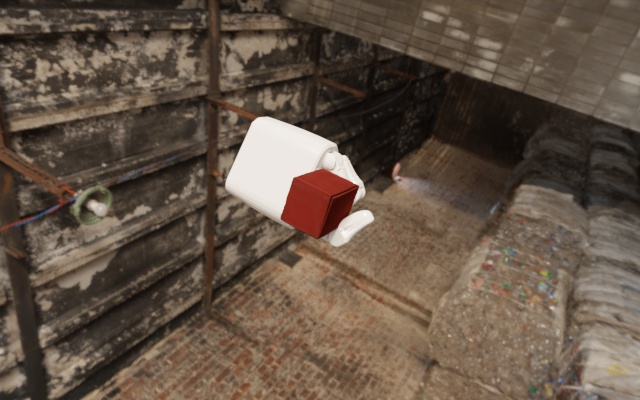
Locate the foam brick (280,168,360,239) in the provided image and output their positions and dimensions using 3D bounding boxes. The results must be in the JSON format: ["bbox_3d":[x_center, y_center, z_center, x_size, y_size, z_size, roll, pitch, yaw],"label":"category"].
[{"bbox_3d":[0.000,0.002,0.536,0.051,0.053,0.078,27,21,19],"label":"foam brick"}]
